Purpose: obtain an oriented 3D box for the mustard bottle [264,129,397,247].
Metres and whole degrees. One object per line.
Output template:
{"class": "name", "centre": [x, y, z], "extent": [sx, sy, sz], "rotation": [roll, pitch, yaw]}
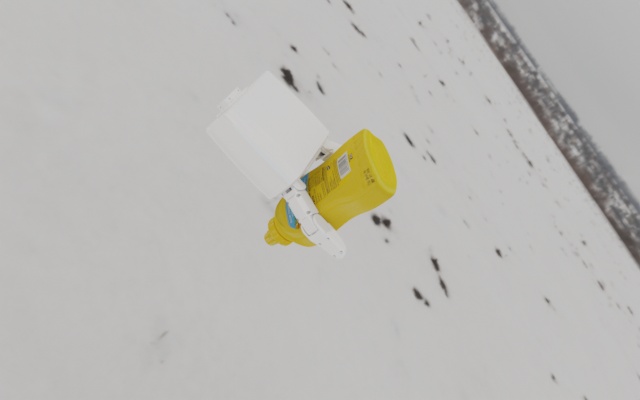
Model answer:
{"class": "mustard bottle", "centre": [0.001, 0.002, 0.580], "extent": [0.192, 0.096, 0.058], "rotation": [-36, -48, 28]}
